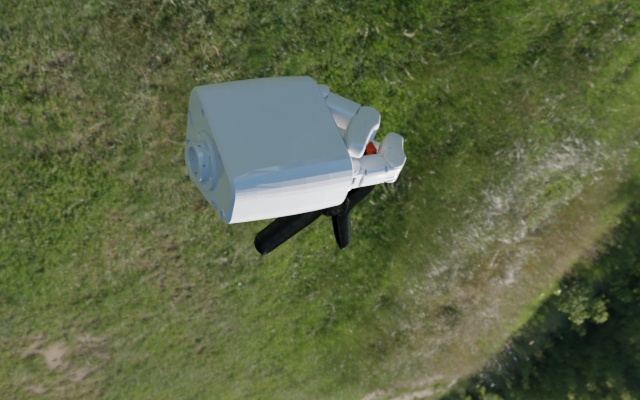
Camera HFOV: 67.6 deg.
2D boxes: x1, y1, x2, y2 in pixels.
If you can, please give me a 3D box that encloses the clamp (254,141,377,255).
[{"bbox_3d":[0.000,0.002,0.492,0.120,0.039,0.172,-12,-39,-30],"label":"clamp"}]
